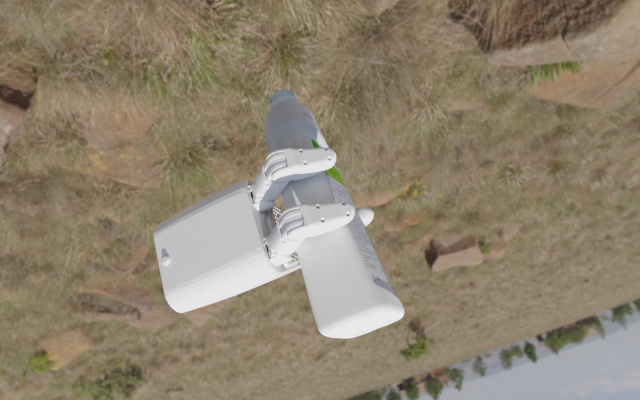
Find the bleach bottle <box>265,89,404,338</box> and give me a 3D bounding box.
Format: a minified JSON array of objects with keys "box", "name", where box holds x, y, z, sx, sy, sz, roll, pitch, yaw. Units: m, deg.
[{"box":[0.000,0.002,0.466,0.068,0.250,0.102,-25,-24,13],"name":"bleach bottle"}]
